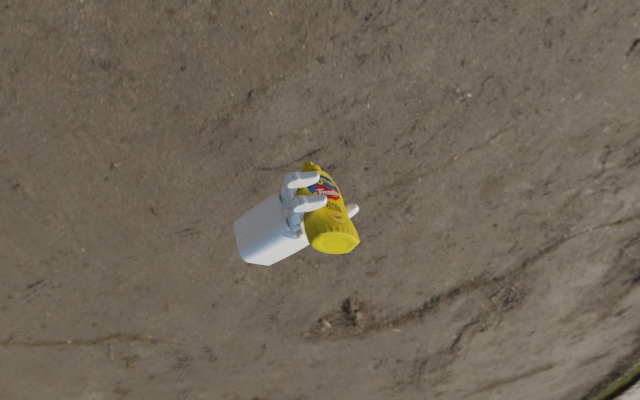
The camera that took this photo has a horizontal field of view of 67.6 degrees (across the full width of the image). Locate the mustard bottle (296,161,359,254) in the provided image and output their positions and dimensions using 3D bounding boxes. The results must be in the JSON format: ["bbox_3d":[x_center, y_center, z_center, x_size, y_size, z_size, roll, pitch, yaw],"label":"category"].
[{"bbox_3d":[0.000,0.003,0.857,0.096,0.191,0.058,13,-48,-36],"label":"mustard bottle"}]
